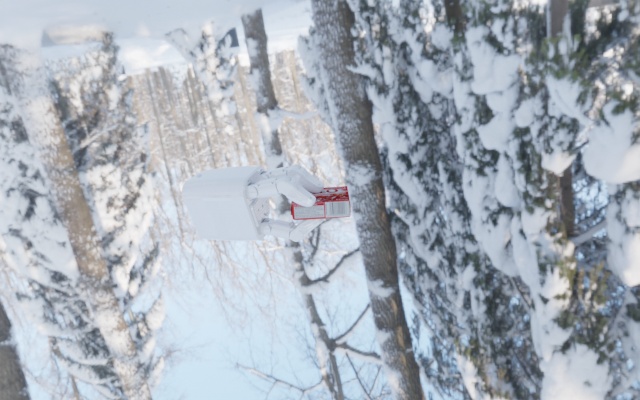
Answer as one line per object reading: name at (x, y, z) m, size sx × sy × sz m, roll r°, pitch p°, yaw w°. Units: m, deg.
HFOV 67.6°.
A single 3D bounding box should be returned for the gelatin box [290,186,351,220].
gelatin box at (0.000, 0.003, 0.736) m, size 0.089 × 0.030 × 0.073 m, roll -3°, pitch 18°, yaw 1°
